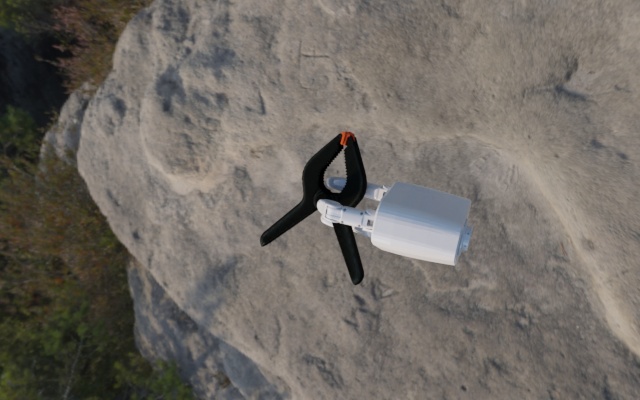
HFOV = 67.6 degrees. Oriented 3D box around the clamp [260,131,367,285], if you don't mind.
[{"bbox_3d":[0.000,0.002,0.681,0.164,0.210,0.036,13,11,16],"label":"clamp"}]
